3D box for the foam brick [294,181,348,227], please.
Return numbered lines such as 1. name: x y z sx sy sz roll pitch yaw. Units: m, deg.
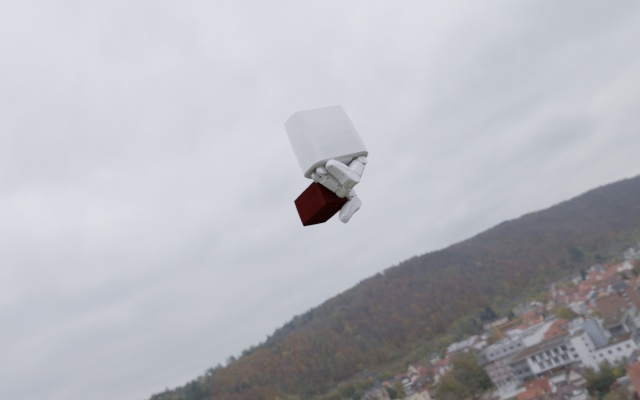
1. foam brick: 0.000 0.003 0.830 0.053 0.051 0.078 -7 -26 -42
